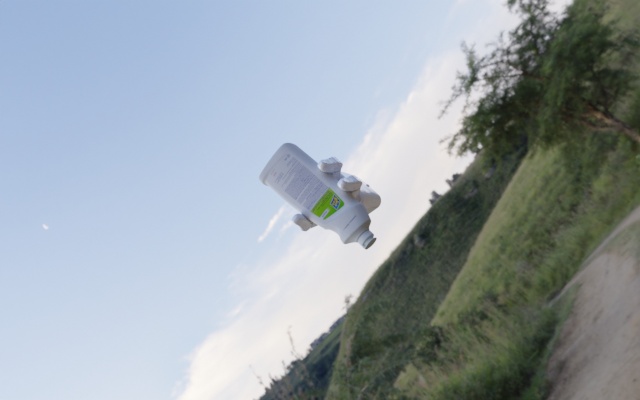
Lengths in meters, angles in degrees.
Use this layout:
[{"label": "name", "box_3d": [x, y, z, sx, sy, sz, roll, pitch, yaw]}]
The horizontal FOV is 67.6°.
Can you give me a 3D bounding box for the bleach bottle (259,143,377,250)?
[{"label": "bleach bottle", "box_3d": [0.000, 0.003, 0.887, 0.250, 0.102, 0.068, 44, 16, 23]}]
